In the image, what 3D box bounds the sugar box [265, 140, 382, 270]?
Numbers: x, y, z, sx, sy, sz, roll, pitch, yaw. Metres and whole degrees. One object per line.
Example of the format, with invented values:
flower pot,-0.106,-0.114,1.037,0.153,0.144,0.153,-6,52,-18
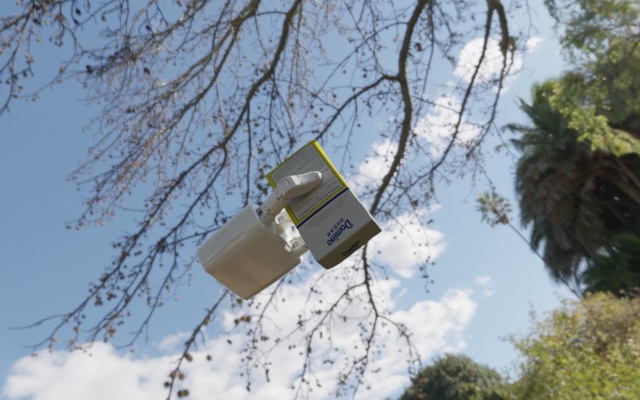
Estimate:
sugar box,0.000,0.002,0.665,0.093,0.176,0.048,-37,-35,5
